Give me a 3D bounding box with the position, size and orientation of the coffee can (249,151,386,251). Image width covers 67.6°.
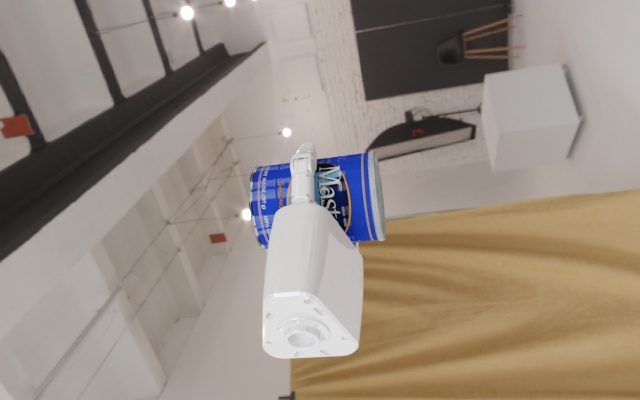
[{"bbox_3d":[0.000,0.002,0.556,0.140,0.103,0.103,-6,-1,11],"label":"coffee can"}]
